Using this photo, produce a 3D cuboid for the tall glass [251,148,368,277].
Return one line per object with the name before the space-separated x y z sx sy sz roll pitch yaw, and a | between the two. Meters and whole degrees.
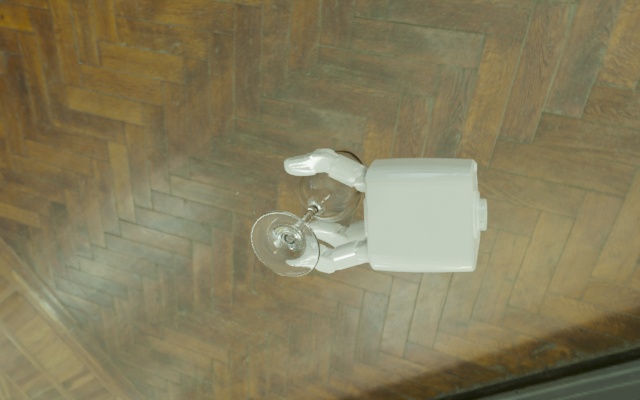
tall glass | 0.000 0.002 0.550 0.079 0.079 0.201 0 25 23
